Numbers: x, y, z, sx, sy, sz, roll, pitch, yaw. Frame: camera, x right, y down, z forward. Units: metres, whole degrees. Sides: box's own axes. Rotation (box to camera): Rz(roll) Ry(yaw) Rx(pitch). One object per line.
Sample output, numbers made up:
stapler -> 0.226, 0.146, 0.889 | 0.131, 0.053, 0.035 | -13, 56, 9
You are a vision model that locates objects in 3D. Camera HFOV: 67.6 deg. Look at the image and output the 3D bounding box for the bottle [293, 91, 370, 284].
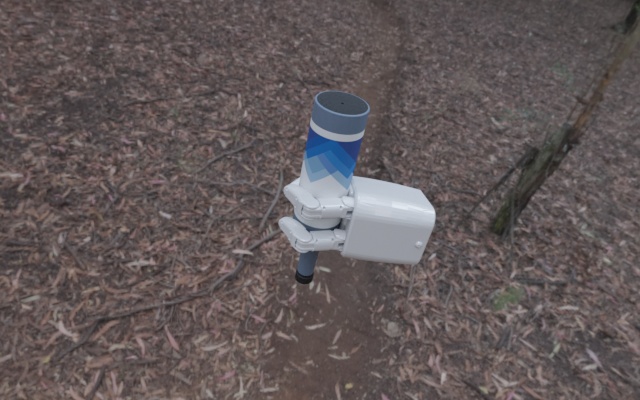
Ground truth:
bottle -> 0.000, 0.002, 0.647 | 0.069, 0.296, 0.069 | 8, 36, -6
